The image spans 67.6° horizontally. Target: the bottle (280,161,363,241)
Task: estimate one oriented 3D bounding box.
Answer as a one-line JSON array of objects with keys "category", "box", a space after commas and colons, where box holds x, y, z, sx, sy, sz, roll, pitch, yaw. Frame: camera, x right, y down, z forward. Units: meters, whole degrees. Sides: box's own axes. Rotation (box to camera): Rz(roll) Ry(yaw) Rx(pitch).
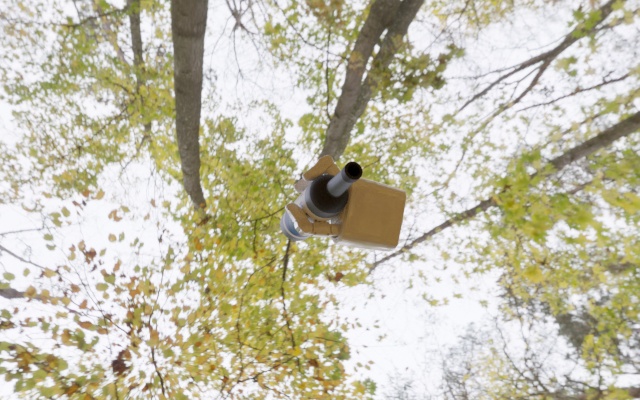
[{"category": "bottle", "box": [0.000, 0.003, 0.796, 0.069, 0.069, 0.296, 0, -18, -19]}]
